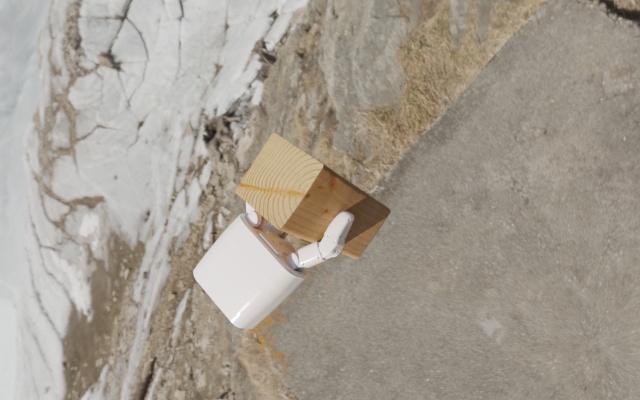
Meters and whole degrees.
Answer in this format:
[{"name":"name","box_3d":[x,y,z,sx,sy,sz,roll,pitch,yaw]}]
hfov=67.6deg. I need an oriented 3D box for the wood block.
[{"name":"wood block","box_3d":[0.000,0.003,0.633,0.090,0.090,0.206,37,5,33]}]
